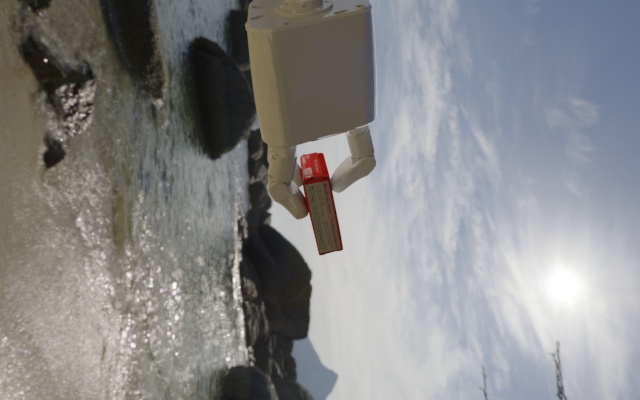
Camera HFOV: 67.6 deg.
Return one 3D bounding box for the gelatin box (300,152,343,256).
[{"bbox_3d":[0.001,0.002,0.513,0.030,0.089,0.073,-12,26,1],"label":"gelatin box"}]
